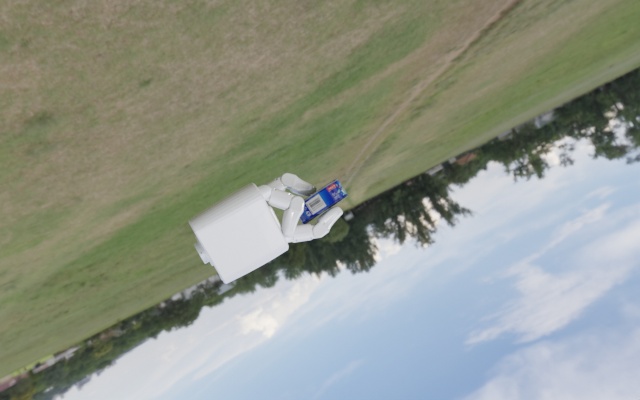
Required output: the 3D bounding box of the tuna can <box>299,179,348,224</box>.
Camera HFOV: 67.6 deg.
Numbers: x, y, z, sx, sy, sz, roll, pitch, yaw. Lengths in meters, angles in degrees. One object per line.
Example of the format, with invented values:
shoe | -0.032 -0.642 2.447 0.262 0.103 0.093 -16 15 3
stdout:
tuna can | 0.000 0.003 0.754 0.086 0.034 0.086 -34 -1 -1
